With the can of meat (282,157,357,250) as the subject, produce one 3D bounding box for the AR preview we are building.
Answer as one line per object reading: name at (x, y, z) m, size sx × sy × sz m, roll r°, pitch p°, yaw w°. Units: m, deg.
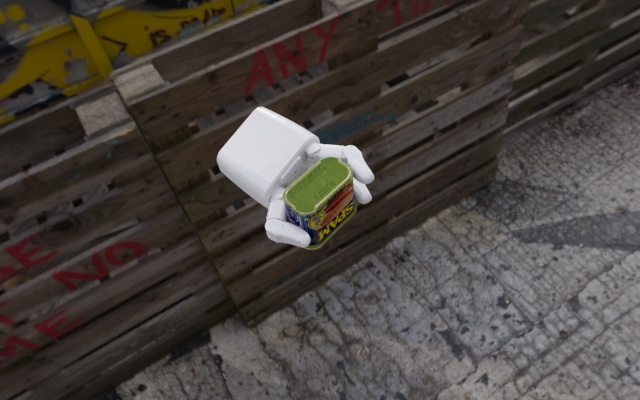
can of meat at (0.000, 0.002, 0.630) m, size 0.057 × 0.102 × 0.084 m, roll 36°, pitch -25°, yaw 26°
